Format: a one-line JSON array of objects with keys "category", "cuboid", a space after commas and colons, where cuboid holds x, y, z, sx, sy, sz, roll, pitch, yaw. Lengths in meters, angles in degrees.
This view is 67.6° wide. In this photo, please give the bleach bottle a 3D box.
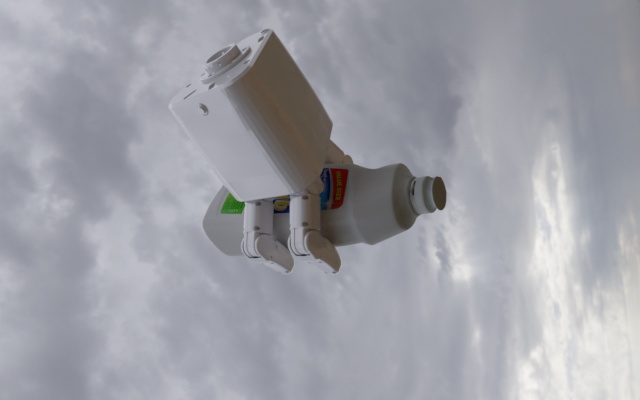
[{"category": "bleach bottle", "cuboid": [0.000, 0.002, 0.465, 0.251, 0.068, 0.102, -8, 40, 37]}]
